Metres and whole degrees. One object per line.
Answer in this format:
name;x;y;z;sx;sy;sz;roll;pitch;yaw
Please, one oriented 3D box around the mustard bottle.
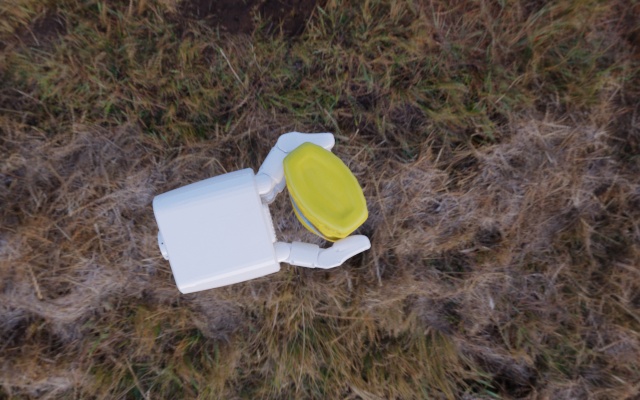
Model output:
mustard bottle;0.000;0.002;0.535;0.058;0.096;0.192;-40;-5;-8
